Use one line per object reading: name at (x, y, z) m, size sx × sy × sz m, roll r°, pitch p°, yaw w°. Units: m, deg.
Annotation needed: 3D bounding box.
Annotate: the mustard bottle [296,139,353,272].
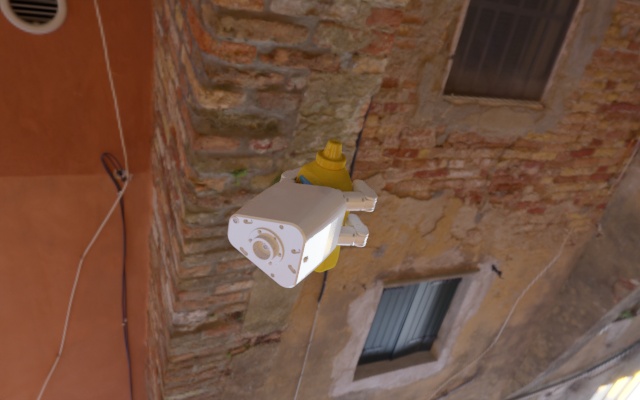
mustard bottle at (0.000, 0.002, 0.687) m, size 0.058 × 0.192 × 0.096 m, roll -13°, pitch 39°, yaw -37°
